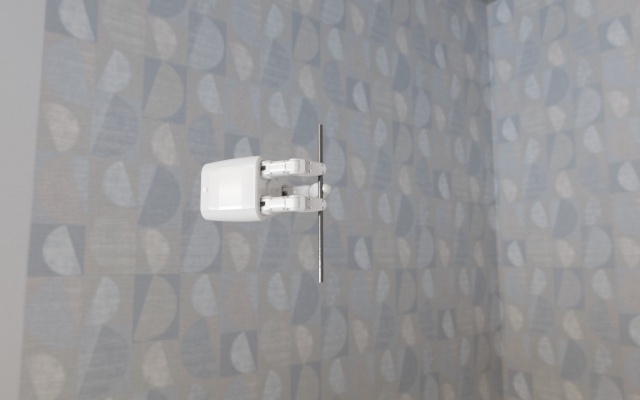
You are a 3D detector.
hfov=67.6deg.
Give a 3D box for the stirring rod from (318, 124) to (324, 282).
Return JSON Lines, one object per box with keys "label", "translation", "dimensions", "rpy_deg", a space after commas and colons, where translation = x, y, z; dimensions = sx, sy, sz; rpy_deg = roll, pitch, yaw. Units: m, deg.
{"label": "stirring rod", "translation": [0.000, 0.002, 0.726], "dimensions": [0.011, 0.239, 0.011], "rpy_deg": [0, -7, 0]}
